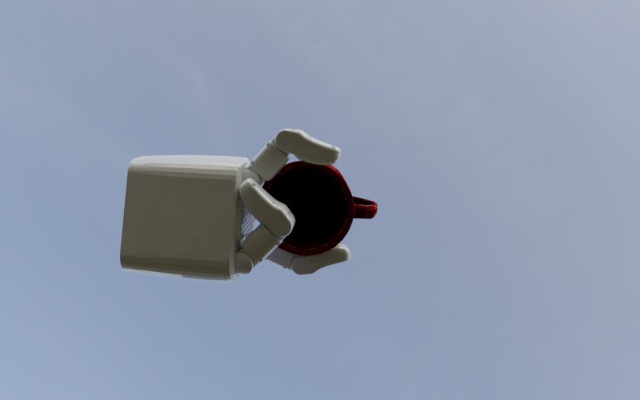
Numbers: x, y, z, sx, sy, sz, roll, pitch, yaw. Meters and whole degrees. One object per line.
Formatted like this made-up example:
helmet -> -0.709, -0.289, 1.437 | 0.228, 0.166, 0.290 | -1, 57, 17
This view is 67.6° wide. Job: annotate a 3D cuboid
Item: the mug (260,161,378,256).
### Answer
mug -> 0.002, 0.002, 0.491 | 0.117, 0.093, 0.081 | 4, 11, 3
